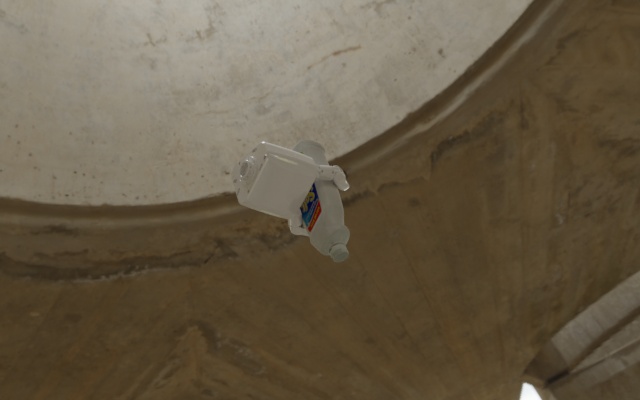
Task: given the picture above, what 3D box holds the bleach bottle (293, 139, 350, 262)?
[{"bbox_3d":[0.000,0.003,0.892,0.068,0.250,0.103,15,-53,-38],"label":"bleach bottle"}]
